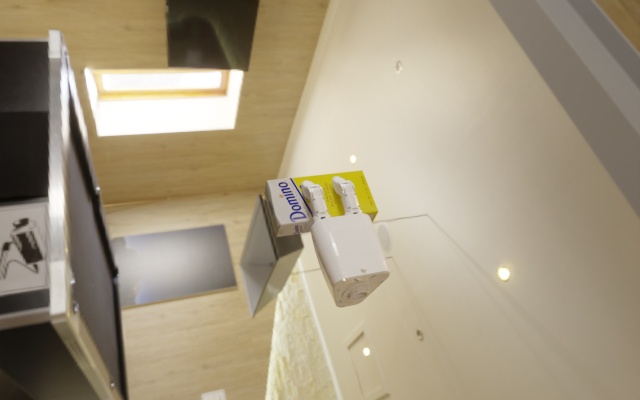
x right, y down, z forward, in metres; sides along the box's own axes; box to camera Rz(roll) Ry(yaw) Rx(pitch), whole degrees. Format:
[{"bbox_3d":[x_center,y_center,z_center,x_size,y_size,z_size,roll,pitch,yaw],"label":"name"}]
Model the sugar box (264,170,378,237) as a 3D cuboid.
[{"bbox_3d":[0.000,0.002,0.816,0.176,0.093,0.048,-7,-32,-20],"label":"sugar box"}]
